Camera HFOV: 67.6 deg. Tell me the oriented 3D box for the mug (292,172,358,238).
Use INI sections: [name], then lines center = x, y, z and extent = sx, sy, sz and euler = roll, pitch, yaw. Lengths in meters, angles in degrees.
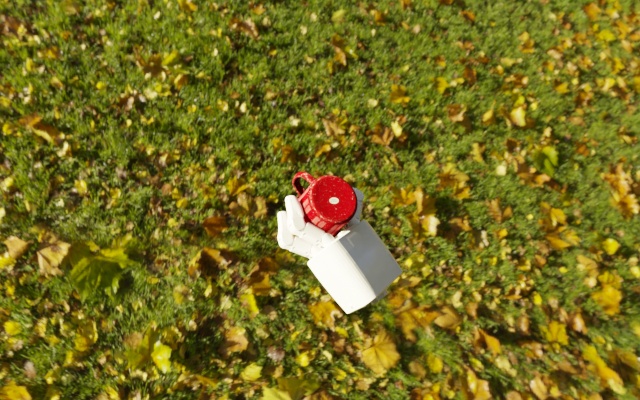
[mug]
center = -0.001, 0.001, 0.753
extent = 0.093, 0.117, 0.081
euler = -35, -7, -30
